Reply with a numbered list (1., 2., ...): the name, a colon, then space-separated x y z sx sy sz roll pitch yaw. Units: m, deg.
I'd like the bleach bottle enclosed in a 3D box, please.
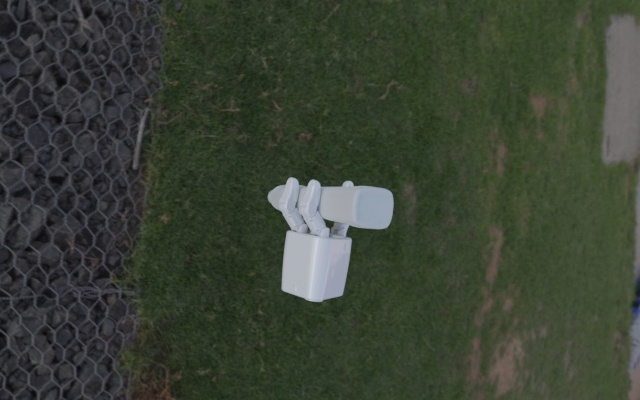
1. bleach bottle: 0.000 0.003 0.847 0.102 0.068 0.251 6 0 -43
